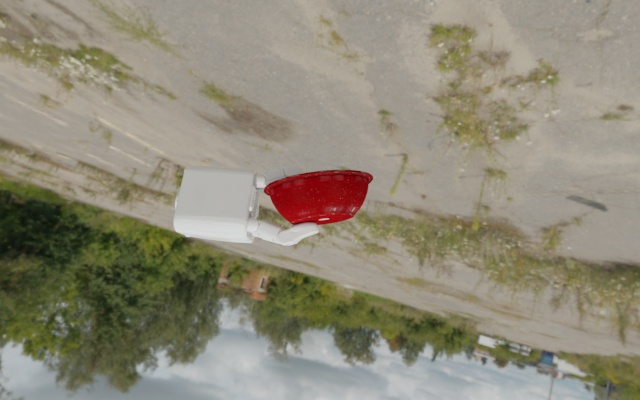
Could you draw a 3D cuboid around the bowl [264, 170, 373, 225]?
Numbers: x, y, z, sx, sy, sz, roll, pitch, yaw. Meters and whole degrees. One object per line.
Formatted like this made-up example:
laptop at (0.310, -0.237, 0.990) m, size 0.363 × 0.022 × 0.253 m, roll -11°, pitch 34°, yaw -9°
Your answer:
bowl at (0.001, 0.002, 0.695) m, size 0.162 × 0.055 × 0.162 m, roll -7°, pitch -11°, yaw -1°
